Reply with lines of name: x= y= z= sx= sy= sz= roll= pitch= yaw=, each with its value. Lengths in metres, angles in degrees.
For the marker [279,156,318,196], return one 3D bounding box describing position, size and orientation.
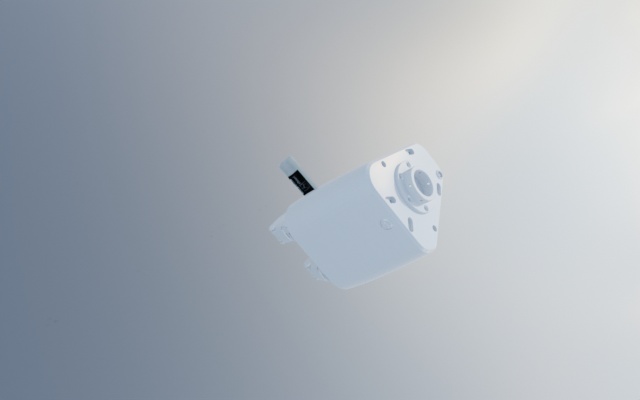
marker: x=0.000 y=0.002 z=0.528 sx=0.020 sy=0.121 sz=0.020 roll=-39 pitch=11 yaw=9
